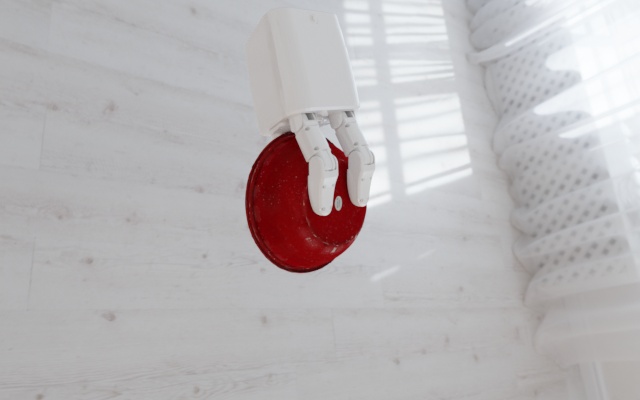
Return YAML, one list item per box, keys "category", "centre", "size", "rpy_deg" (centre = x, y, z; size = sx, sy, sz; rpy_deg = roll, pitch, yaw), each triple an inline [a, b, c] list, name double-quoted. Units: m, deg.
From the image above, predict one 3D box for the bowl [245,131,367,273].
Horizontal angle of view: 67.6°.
- category: "bowl"
  centre: [0.001, 0.003, 0.521]
  size: [0.162, 0.162, 0.055]
  rpy_deg: [0, 0, -41]
